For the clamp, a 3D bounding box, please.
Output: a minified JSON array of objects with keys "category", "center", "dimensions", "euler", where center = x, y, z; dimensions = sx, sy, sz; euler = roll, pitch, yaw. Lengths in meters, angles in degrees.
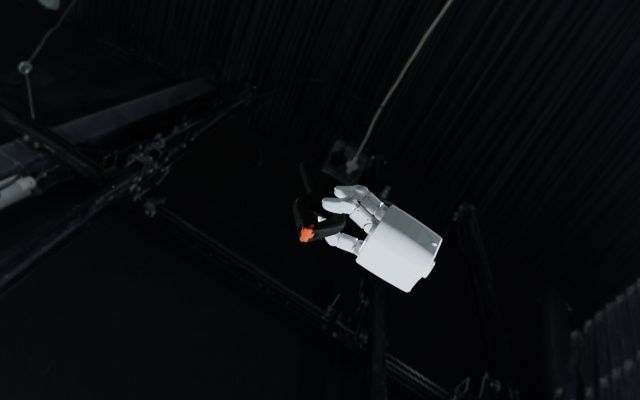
[{"category":"clamp","center":[0.000,0.004,0.846],"dimensions":[0.164,0.036,0.210],"euler":[31,34,10]}]
